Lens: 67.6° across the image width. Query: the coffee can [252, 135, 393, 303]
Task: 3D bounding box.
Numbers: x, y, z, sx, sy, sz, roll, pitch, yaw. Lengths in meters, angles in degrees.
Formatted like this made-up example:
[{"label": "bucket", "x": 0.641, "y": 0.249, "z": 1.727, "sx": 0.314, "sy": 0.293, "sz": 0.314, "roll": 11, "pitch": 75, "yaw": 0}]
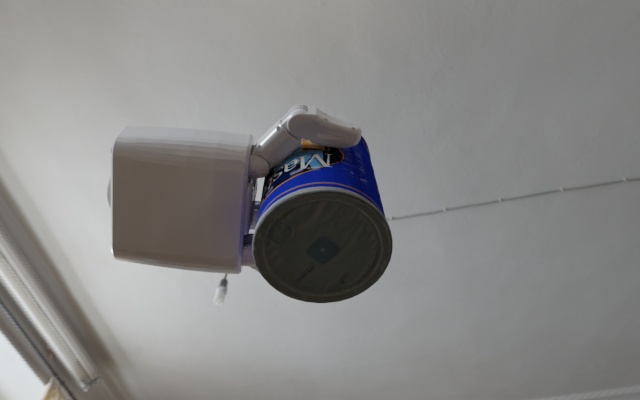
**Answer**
[{"label": "coffee can", "x": 0.000, "y": 0.001, "z": 0.406, "sx": 0.103, "sy": 0.103, "sz": 0.140, "roll": 0, "pitch": 31, "yaw": -1}]
